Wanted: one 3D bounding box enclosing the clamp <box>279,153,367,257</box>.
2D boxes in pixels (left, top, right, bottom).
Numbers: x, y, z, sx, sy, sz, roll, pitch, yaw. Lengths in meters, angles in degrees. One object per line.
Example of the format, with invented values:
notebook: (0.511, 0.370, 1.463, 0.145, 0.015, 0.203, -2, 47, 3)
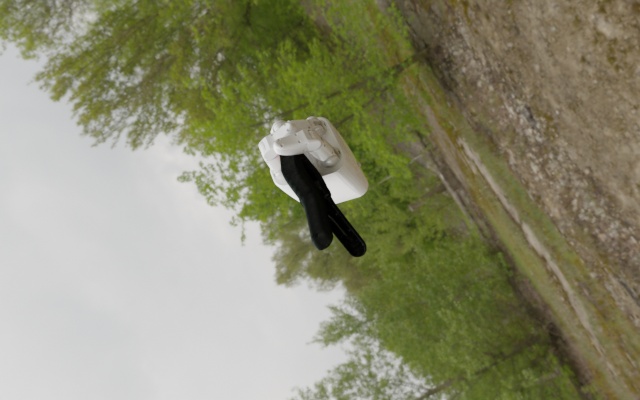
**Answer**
clamp: (-0.001, 0.002, 0.610, 0.039, 0.171, 0.120, -31, -32, 13)
